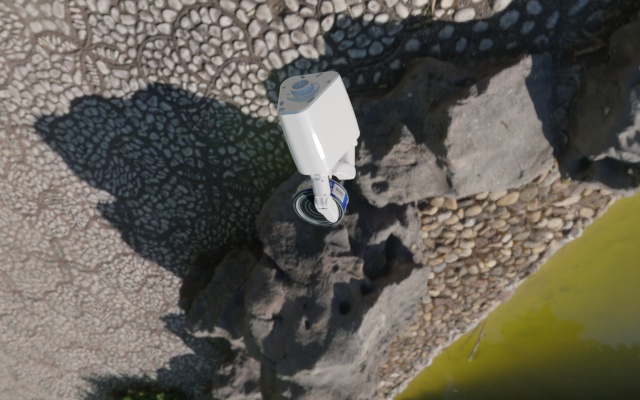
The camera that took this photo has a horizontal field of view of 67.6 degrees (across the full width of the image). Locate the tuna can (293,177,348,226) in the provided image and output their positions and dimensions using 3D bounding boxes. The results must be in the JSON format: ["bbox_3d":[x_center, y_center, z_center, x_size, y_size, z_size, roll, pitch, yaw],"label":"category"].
[{"bbox_3d":[0.000,0.003,0.771,0.086,0.033,0.086,10,-42,9],"label":"tuna can"}]
